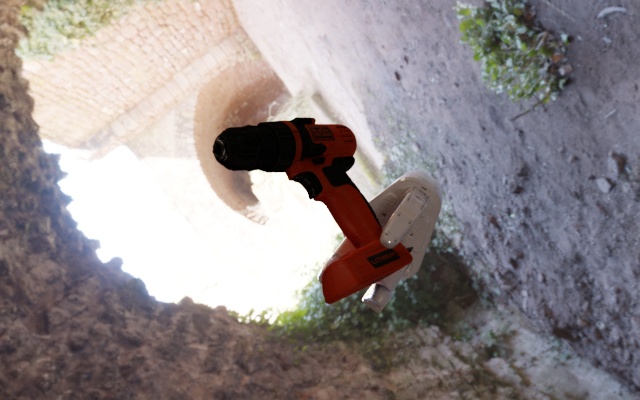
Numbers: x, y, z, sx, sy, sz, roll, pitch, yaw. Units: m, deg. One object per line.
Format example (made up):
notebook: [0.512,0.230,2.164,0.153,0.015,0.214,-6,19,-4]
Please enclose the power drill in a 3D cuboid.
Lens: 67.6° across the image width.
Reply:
power drill: [0.000,0.002,0.472,0.184,0.187,0.057,-11,-20,-46]
